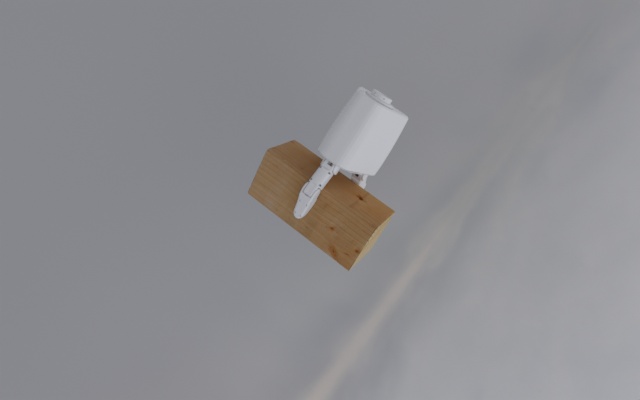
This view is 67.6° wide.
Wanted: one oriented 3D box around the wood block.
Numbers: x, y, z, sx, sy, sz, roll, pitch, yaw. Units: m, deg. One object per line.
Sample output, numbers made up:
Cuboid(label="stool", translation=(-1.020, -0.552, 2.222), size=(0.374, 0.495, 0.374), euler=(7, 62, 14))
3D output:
Cuboid(label="wood block", translation=(0.000, 0.002, 0.760), size=(0.206, 0.090, 0.091), euler=(36, 30, 13))
